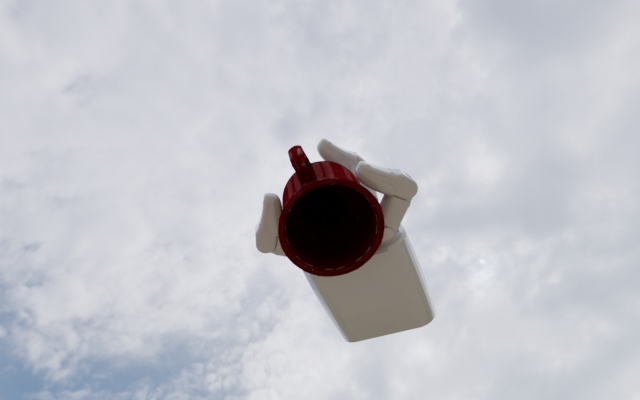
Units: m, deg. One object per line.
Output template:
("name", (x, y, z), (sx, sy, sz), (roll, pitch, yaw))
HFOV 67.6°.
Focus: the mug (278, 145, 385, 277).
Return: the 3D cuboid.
("mug", (-0.001, 0.000, 0.443), (0.093, 0.117, 0.081), (-28, 21, 4))
